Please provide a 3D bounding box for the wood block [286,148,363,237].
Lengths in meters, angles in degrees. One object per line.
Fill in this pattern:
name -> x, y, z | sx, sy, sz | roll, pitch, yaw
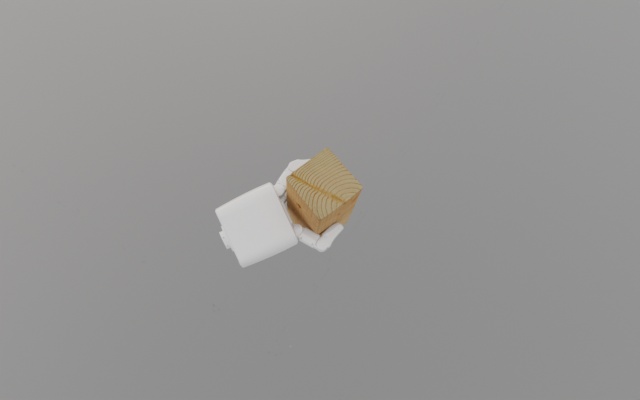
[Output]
wood block -> 0.000, 0.003, 0.844 | 0.090, 0.091, 0.206 | -37, -11, -13
